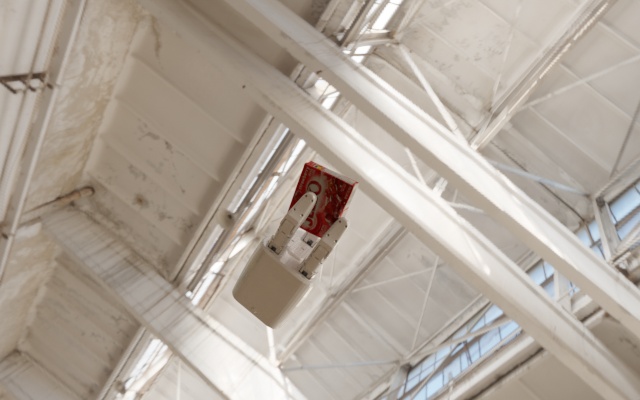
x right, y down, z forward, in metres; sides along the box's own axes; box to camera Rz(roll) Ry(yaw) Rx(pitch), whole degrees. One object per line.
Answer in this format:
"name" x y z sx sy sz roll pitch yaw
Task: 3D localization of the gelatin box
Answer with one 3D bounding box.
"gelatin box" 0.000 0.002 0.640 0.073 0.089 0.030 26 20 12
